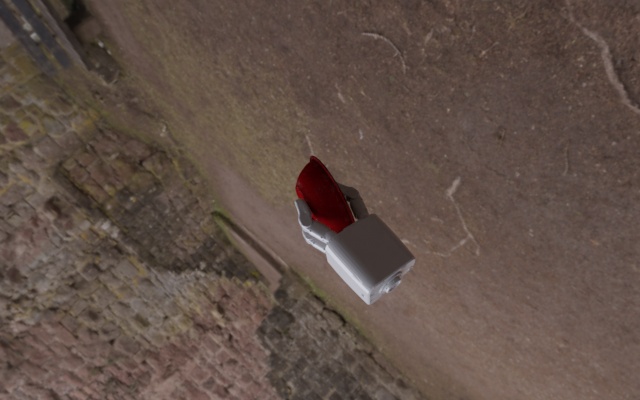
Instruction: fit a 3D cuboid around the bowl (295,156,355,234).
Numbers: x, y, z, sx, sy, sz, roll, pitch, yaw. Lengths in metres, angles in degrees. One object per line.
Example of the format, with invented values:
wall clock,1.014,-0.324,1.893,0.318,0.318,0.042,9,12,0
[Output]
bowl,-0.001,0.002,0.856,0.055,0.162,0.162,-29,5,-9
